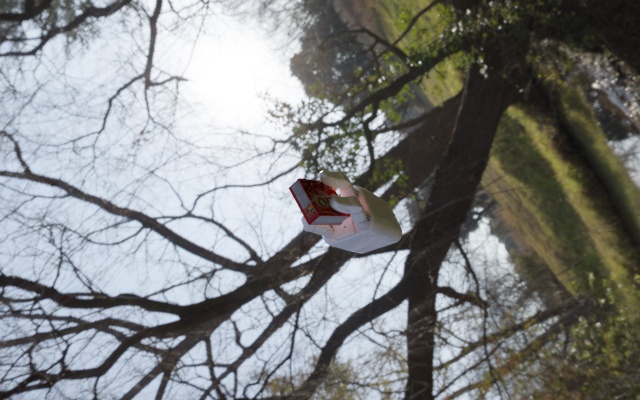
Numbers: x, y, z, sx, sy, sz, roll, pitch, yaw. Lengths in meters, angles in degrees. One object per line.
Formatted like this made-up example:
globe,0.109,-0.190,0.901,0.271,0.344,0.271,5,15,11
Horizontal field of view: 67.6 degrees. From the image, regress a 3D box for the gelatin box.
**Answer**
gelatin box,0.000,0.003,0.769,0.030,0.073,0.089,-42,-26,28
